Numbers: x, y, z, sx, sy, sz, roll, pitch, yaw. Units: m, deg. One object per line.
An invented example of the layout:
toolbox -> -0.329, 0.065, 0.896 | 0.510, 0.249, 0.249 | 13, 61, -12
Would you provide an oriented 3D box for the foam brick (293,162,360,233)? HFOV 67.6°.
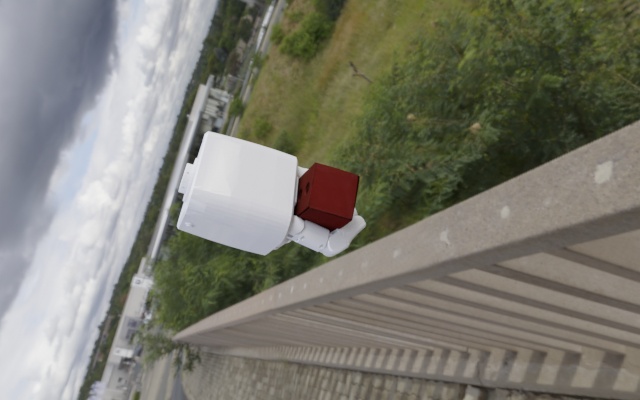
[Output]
foam brick -> 0.000, 0.002, 0.518 | 0.051, 0.053, 0.078 | 18, -24, -17
